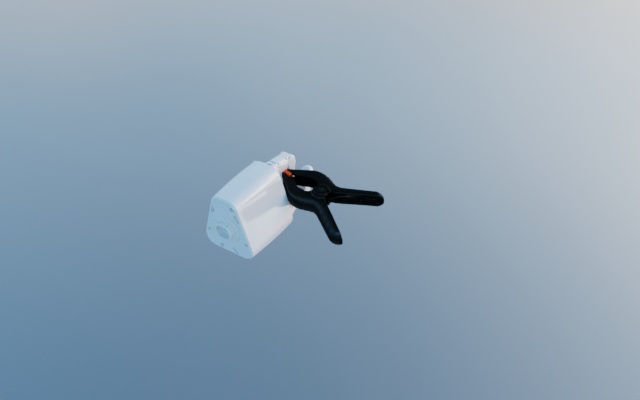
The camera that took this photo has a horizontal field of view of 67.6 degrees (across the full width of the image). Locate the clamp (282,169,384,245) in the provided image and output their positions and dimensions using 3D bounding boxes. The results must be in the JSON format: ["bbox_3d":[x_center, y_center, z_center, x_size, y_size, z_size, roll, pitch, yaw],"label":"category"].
[{"bbox_3d":[0.000,0.002,0.748,0.171,0.039,0.120,21,43,24],"label":"clamp"}]
